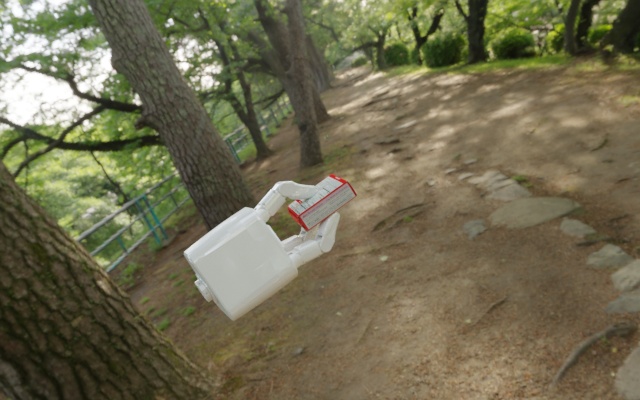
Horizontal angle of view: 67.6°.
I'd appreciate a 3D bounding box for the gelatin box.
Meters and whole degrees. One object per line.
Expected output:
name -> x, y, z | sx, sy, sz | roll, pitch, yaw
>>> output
gelatin box -> 0.000, 0.002, 0.688 | 0.089, 0.030, 0.073 | -36, 18, -7
